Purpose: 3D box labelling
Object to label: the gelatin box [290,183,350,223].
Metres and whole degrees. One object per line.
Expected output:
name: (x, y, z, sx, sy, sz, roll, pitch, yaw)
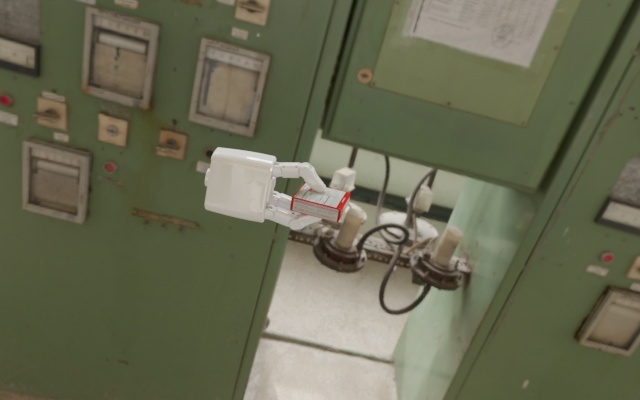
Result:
gelatin box: (0.001, 0.002, 0.837, 0.089, 0.030, 0.073, 13, 26, 12)
